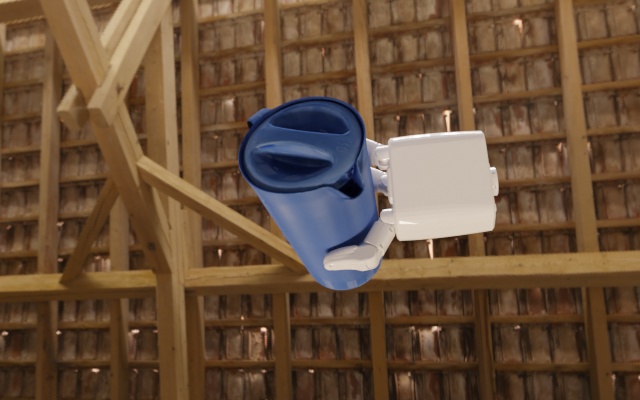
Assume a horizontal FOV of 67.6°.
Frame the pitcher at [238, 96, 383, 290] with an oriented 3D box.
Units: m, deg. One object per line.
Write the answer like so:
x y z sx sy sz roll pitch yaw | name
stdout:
0.000 0.002 0.574 0.145 0.149 0.243 -6 -37 12 | pitcher
